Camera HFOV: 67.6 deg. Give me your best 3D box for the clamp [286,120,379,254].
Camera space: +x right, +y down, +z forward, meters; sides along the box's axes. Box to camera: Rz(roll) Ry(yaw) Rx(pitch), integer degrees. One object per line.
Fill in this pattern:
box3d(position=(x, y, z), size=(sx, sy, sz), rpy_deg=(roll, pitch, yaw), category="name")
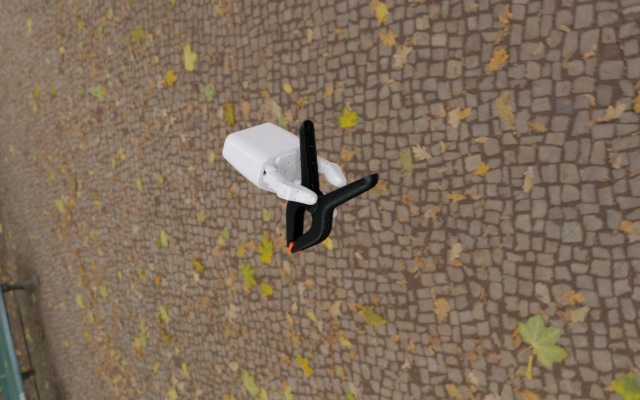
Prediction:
box3d(position=(-0.001, 0.003, 0.736), size=(0.036, 0.210, 0.164), rpy_deg=(-7, 34, -45), category="clamp")
